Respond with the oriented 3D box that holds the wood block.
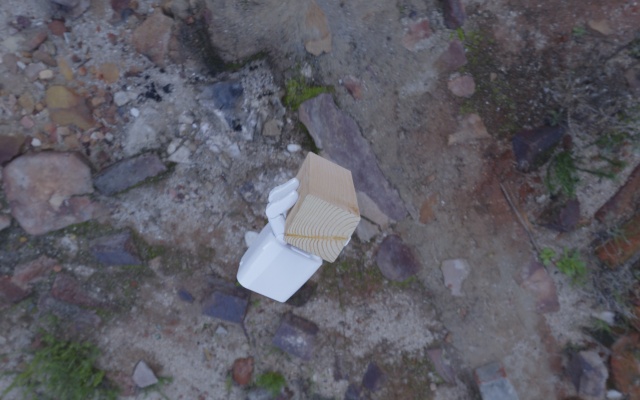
[{"bbox_3d":[0.000,0.003,0.807,0.091,0.090,0.206,26,21,-11],"label":"wood block"}]
